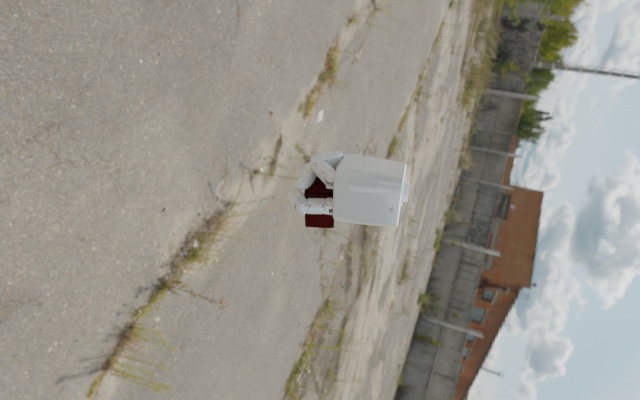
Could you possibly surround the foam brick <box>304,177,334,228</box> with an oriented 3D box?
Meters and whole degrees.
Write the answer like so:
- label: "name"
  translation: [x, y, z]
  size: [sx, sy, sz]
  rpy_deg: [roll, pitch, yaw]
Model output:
- label: "foam brick"
  translation: [0.000, 0.003, 0.825]
  size: [0.051, 0.078, 0.053]
  rpy_deg: [3, 40, 3]
